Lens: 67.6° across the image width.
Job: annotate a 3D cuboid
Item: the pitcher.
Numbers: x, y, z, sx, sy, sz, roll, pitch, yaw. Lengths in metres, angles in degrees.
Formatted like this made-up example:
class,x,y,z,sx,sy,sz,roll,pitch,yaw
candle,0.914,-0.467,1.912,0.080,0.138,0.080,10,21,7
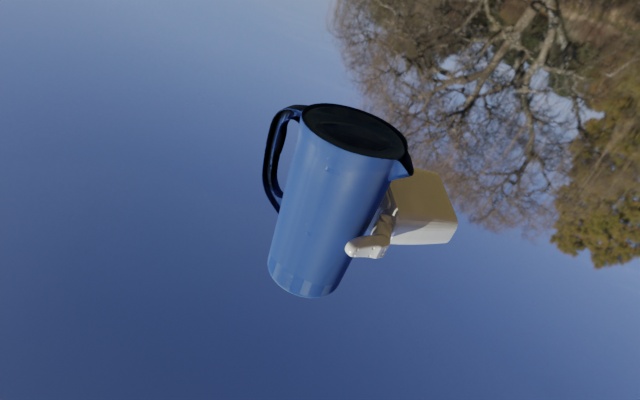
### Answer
class,x,y,z,sx,sy,sz,roll,pitch,yaw
pitcher,0.000,0.002,0.622,0.145,0.243,0.149,4,35,-24
